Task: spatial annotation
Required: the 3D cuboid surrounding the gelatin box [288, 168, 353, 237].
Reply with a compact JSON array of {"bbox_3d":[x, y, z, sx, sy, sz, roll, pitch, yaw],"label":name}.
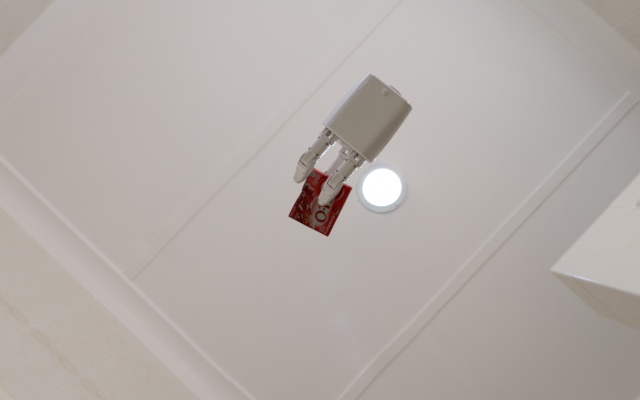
[{"bbox_3d":[0.000,0.003,0.768,0.073,0.089,0.030,27,6,4],"label":"gelatin box"}]
